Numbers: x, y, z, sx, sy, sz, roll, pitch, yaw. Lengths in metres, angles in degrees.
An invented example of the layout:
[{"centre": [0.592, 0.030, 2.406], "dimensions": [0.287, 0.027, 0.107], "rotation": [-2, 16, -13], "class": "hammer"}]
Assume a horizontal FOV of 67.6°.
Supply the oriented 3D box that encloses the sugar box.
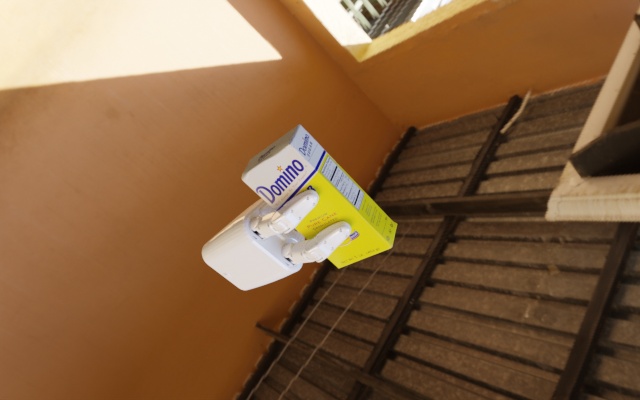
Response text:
[{"centre": [0.000, 0.002, 0.566], "dimensions": [0.176, 0.048, 0.093], "rotation": [42, -47, -22], "class": "sugar box"}]
